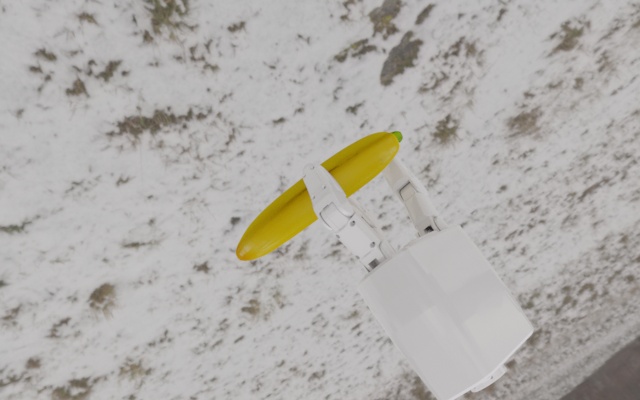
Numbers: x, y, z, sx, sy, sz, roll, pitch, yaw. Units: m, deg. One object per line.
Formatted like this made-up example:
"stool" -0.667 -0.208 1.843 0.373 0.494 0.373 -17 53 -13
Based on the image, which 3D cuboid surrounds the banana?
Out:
"banana" 0.000 -0.005 0.430 0.198 0.037 0.070 -35 -14 -1
